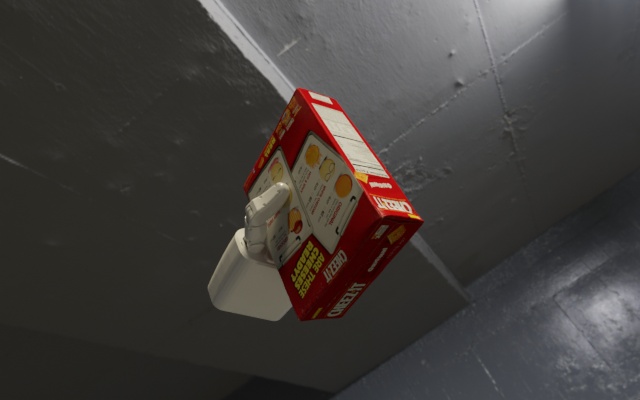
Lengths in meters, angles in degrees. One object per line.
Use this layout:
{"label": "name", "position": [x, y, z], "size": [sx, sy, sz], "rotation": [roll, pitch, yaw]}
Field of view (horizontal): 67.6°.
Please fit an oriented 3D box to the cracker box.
{"label": "cracker box", "position": [0.000, 0.002, 0.550], "size": [0.072, 0.164, 0.213], "rotation": [6, 41, -38]}
